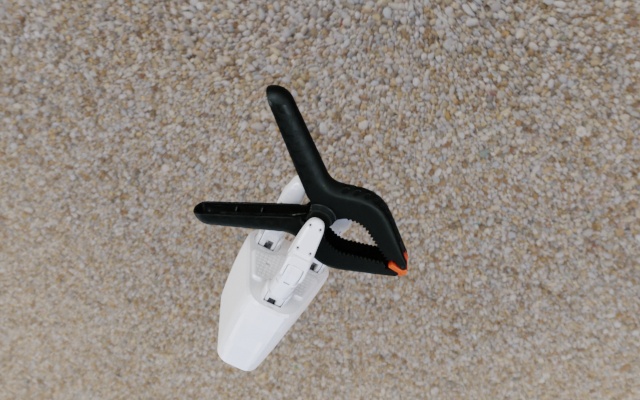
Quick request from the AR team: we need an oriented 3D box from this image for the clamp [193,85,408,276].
[{"bbox_3d":[0.000,0.002,0.442,0.210,0.165,0.036,27,35,-6],"label":"clamp"}]
